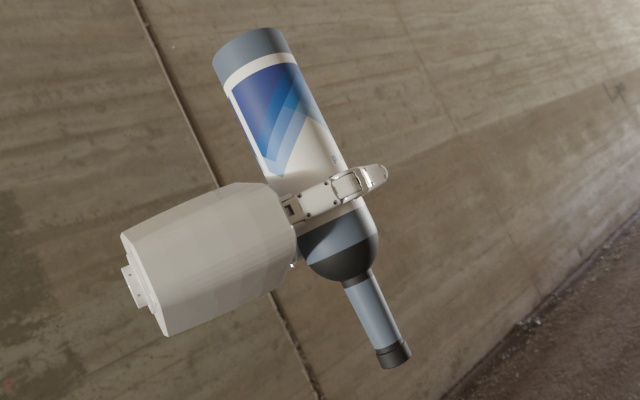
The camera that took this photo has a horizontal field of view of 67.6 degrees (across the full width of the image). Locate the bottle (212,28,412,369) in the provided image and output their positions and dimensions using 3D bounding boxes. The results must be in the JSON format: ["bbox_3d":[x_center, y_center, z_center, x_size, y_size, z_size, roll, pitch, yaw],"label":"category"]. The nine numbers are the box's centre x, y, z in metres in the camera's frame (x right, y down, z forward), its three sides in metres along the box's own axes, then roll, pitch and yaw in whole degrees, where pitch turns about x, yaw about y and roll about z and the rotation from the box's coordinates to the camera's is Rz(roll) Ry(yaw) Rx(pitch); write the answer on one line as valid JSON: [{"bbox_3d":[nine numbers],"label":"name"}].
[{"bbox_3d":[0.000,0.001,0.406,0.069,0.295,0.069,-26,-4,-2],"label":"bottle"}]
